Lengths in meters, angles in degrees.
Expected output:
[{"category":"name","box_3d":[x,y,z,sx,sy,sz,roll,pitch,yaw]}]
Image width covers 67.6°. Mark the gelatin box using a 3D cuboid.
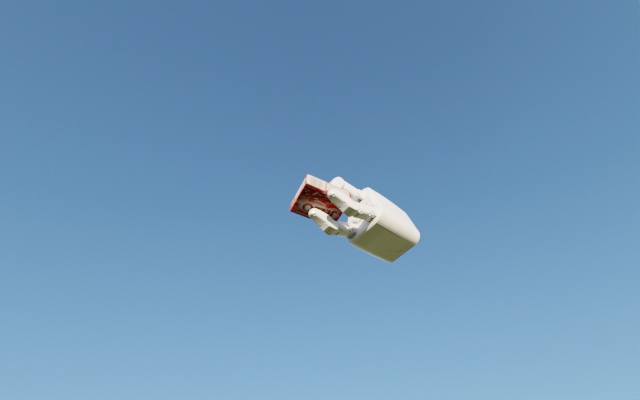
[{"category":"gelatin box","box_3d":[0.000,0.002,0.853,0.089,0.073,0.030,22,38,-13]}]
